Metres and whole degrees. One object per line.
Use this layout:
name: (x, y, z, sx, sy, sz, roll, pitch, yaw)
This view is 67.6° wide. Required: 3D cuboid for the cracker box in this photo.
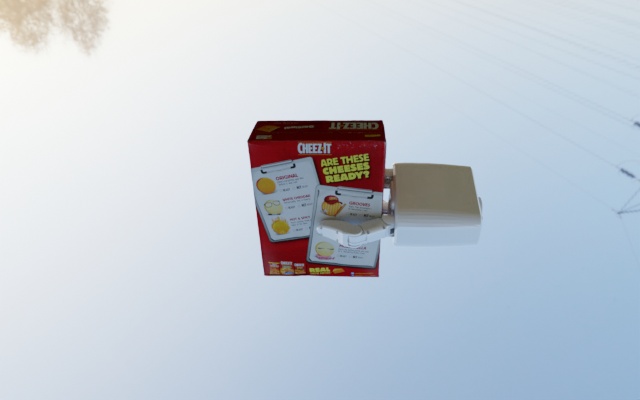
cracker box: (0.000, 0.002, 0.632, 0.164, 0.214, 0.072, 0, 34, 3)
